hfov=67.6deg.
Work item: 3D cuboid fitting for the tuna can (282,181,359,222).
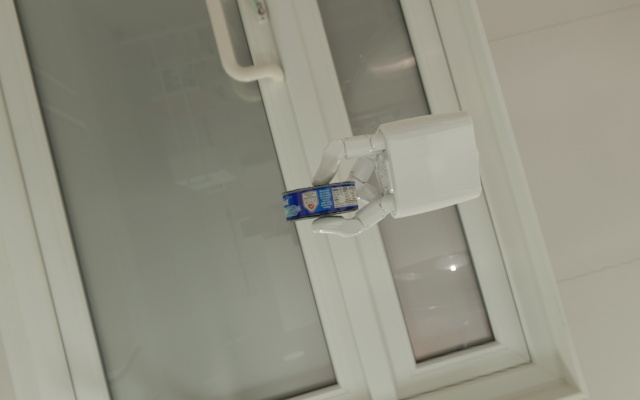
[{"bbox_3d":[0.000,0.002,0.549,0.086,0.034,0.086,-9,-3,0],"label":"tuna can"}]
